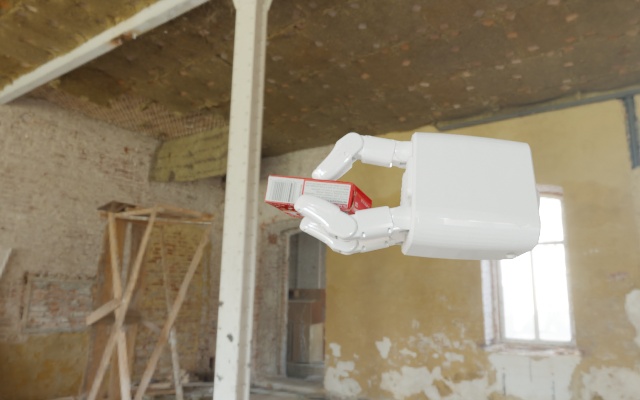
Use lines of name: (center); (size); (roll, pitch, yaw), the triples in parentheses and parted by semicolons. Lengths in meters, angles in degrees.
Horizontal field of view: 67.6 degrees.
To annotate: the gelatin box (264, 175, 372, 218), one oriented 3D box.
gelatin box: (0.000, 0.001, 0.472); (0.089, 0.030, 0.073); (6, -11, 20)
